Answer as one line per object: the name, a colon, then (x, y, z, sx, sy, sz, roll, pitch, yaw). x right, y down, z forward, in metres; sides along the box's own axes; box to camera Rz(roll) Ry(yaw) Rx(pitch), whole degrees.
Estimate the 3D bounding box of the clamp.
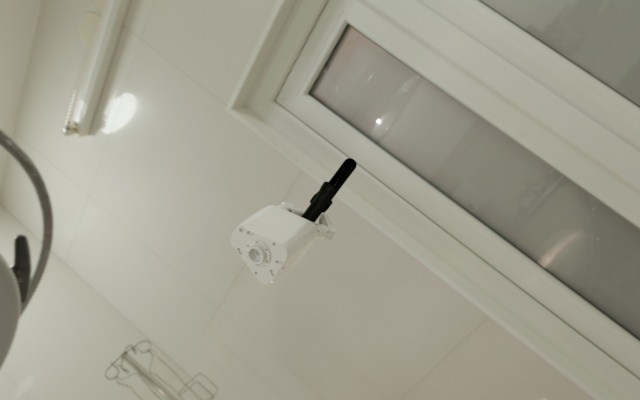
clamp: (0.000, 0.003, 0.876, 0.039, 0.171, 0.120, 39, 29, 10)
